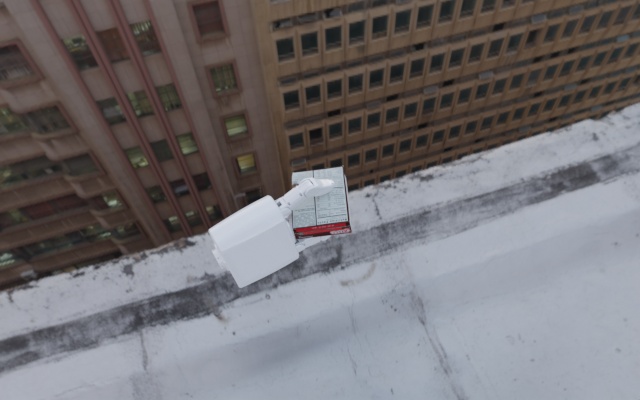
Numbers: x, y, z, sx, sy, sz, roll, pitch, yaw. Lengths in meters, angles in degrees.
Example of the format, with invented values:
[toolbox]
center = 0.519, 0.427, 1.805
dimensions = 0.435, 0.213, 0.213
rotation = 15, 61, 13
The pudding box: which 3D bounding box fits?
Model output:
[pudding box]
center = 0.000, 0.002, 0.758
dimensions = 0.090, 0.113, 0.039
rotation = -7, -33, 4
